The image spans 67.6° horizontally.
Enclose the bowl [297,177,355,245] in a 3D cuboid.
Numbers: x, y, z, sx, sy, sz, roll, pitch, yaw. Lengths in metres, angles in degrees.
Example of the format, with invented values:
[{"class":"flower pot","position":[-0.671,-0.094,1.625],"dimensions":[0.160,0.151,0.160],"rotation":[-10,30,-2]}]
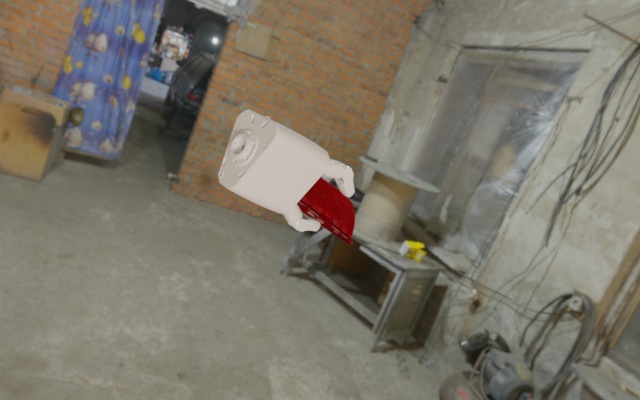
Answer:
[{"class":"bowl","position":[0.001,0.003,0.768],"dimensions":[0.162,0.055,0.162],"rotation":[36,-6,4]}]
